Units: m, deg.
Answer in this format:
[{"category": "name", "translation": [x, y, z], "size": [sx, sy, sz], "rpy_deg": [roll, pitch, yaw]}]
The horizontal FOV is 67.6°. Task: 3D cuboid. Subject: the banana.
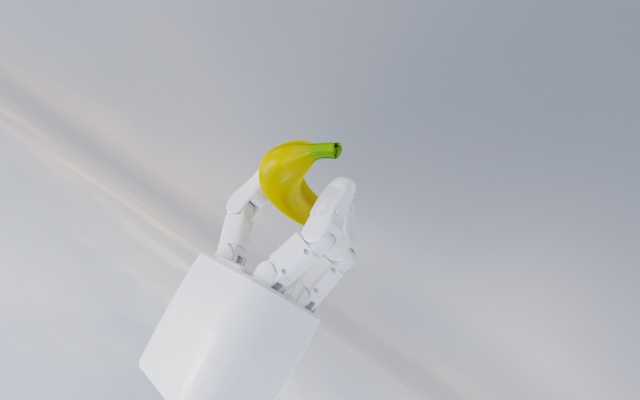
[{"category": "banana", "translation": [-0.017, -0.006, 0.425], "size": [0.069, 0.037, 0.198], "rpy_deg": [21, -16, 9]}]
